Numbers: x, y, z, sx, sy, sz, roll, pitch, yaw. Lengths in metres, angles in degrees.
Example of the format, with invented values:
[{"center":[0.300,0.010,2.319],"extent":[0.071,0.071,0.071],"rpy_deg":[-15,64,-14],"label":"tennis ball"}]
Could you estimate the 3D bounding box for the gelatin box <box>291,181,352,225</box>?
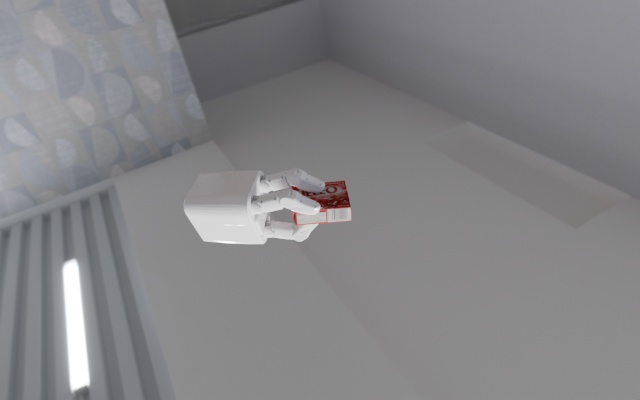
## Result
[{"center":[0.000,0.003,0.747],"extent":[0.089,0.030,0.073],"rpy_deg":[-5,36,-3],"label":"gelatin box"}]
